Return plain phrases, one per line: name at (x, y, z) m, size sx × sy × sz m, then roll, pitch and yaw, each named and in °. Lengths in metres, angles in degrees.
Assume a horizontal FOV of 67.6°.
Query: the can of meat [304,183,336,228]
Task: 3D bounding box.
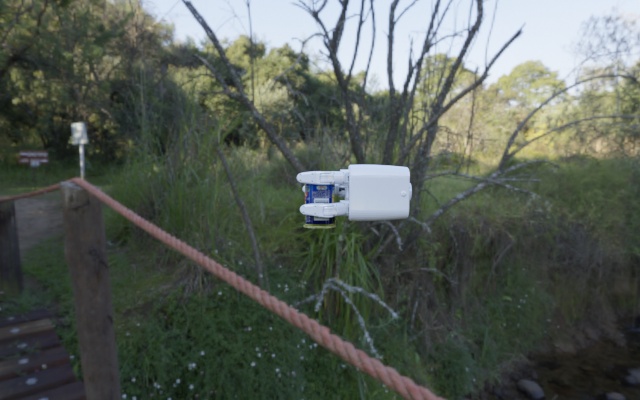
can of meat at (0.000, 0.003, 0.879) m, size 0.057 × 0.084 × 0.102 m, roll 0°, pitch 5°, yaw 3°
